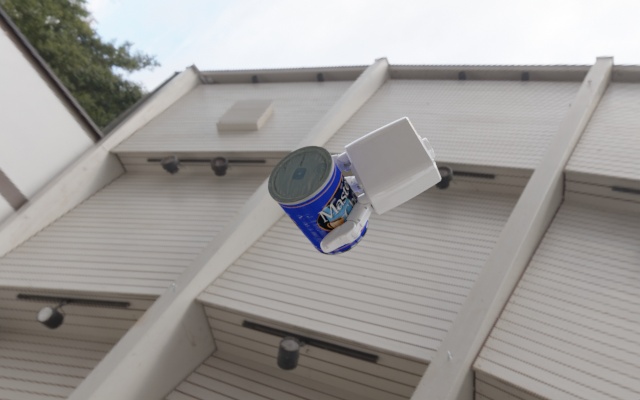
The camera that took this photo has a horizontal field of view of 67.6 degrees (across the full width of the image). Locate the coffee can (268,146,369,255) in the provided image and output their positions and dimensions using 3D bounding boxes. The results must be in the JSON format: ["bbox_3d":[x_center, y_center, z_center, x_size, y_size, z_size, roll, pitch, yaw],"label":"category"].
[{"bbox_3d":[0.000,0.002,0.716,0.103,0.102,0.140,0,-36,32],"label":"coffee can"}]
